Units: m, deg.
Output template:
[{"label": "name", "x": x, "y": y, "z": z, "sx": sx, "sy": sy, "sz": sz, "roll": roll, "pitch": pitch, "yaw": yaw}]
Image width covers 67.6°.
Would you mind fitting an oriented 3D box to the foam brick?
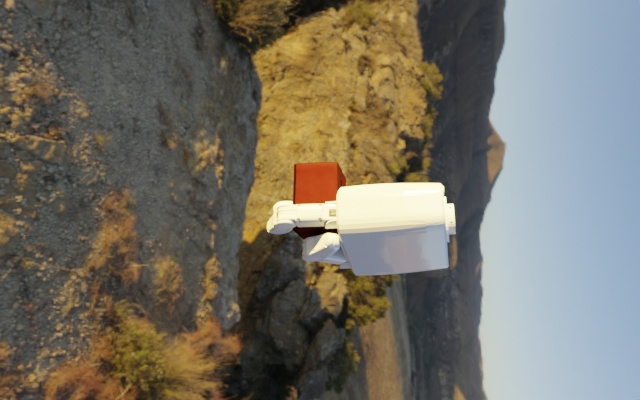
[{"label": "foam brick", "x": 0.000, "y": 0.001, "z": 0.540, "sx": 0.051, "sy": 0.078, "sz": 0.053, "roll": -5, "pitch": -21, "yaw": 14}]
